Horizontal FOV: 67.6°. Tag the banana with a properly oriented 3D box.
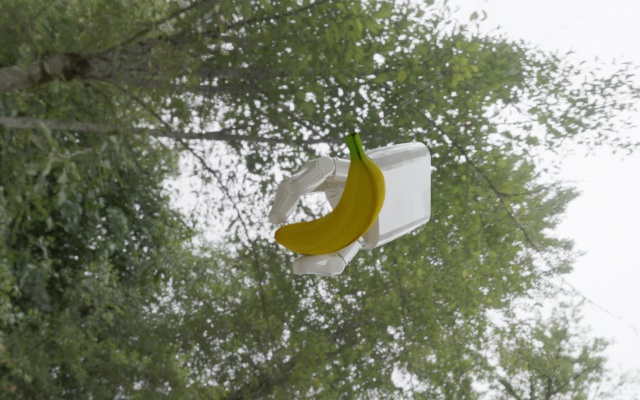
[{"bbox_3d":[0.011,0.015,0.466,0.037,0.069,0.198,-20,-19,-37],"label":"banana"}]
